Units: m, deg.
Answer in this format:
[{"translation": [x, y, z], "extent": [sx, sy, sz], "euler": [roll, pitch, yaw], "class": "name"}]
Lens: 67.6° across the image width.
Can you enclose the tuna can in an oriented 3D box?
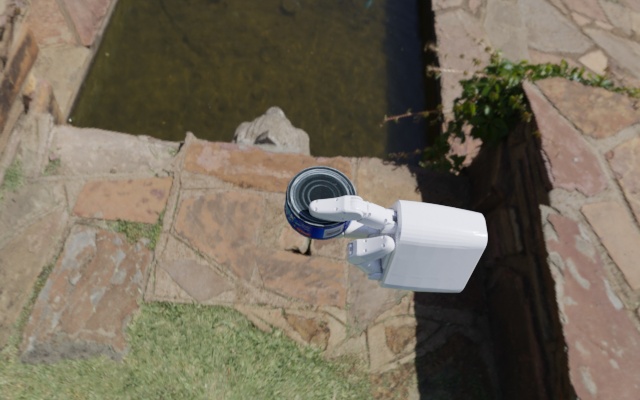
[{"translation": [0.000, 0.002, 0.570], "extent": [0.086, 0.086, 0.034], "euler": [0, -30, -6], "class": "tuna can"}]
